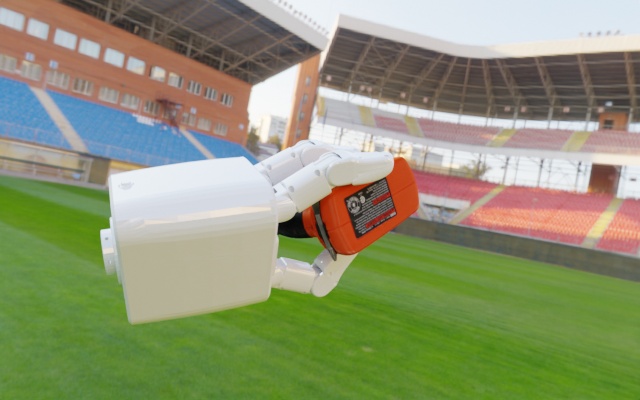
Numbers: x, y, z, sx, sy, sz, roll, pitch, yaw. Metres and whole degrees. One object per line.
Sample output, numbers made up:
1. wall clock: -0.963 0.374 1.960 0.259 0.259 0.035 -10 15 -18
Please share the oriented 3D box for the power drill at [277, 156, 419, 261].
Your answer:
1. power drill: 0.000 0.002 0.465 0.184 0.057 0.187 -31 15 -36
